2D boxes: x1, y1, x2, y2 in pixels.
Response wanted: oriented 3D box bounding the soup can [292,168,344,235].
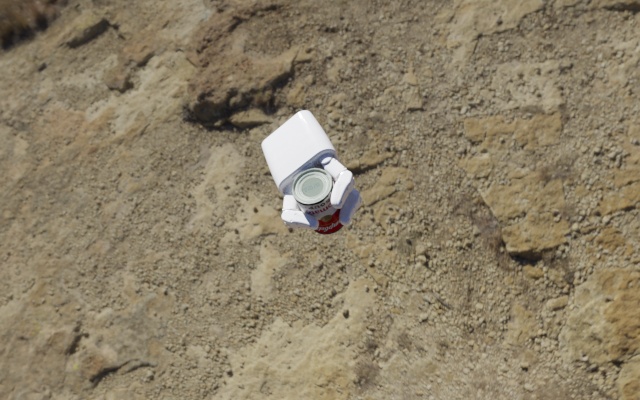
[{"bbox_3d":[0.000,0.003,0.769,0.068,0.068,0.102,0,-30,17],"label":"soup can"}]
